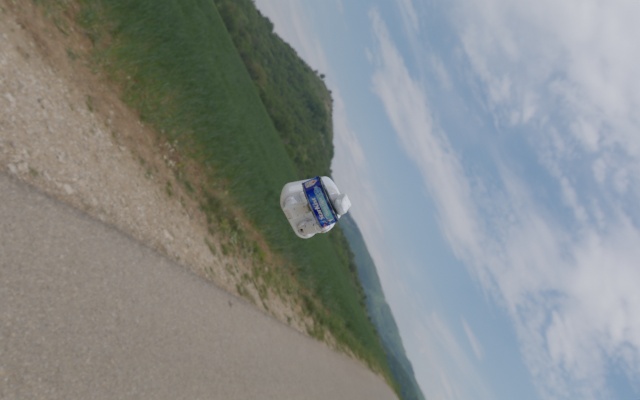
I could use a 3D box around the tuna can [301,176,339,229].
[{"bbox_3d":[0.001,0.002,0.812,0.034,0.086,0.086,-23,-2,5],"label":"tuna can"}]
